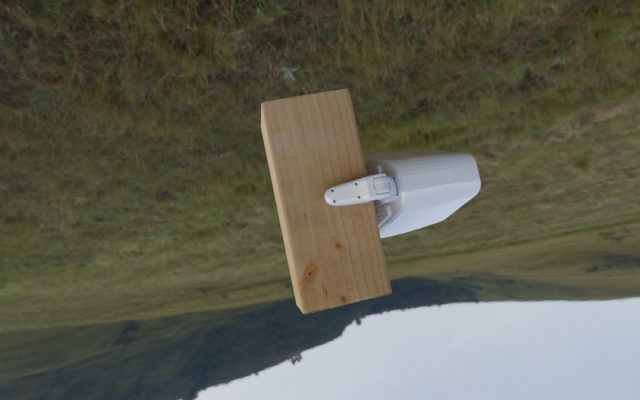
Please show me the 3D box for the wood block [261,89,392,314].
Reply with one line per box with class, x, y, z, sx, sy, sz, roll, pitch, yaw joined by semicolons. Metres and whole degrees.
wood block;0.001;0.002;0.499;0.090;0.206;0.091;-11;-4;-9
